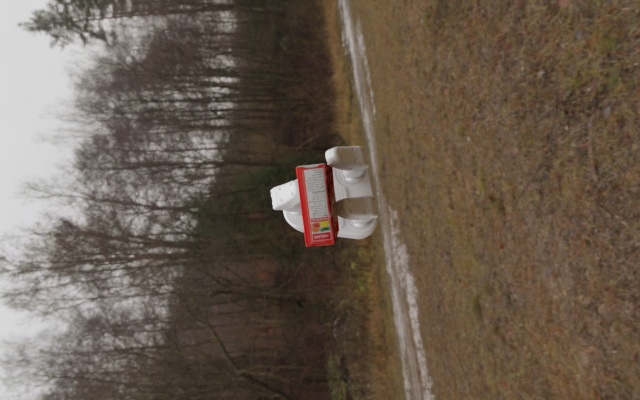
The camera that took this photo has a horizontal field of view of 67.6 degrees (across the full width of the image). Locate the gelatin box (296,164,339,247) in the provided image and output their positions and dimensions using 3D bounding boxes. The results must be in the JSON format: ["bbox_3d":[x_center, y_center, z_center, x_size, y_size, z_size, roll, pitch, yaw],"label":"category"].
[{"bbox_3d":[0.000,0.002,0.466,0.030,0.073,0.089,-6,3,6],"label":"gelatin box"}]
